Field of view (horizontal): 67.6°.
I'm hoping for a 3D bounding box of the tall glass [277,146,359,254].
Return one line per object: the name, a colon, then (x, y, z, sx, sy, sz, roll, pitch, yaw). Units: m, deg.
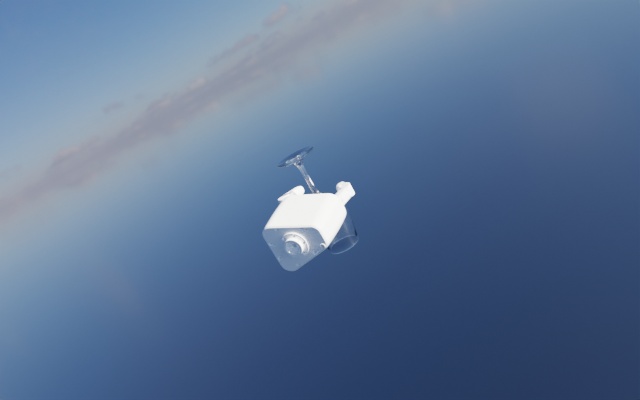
tall glass: (0.000, 0.002, 0.897, 0.079, 0.201, 0.079, -27, 18, 9)
